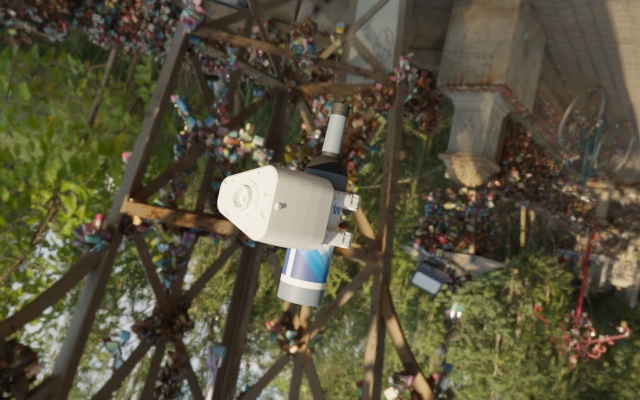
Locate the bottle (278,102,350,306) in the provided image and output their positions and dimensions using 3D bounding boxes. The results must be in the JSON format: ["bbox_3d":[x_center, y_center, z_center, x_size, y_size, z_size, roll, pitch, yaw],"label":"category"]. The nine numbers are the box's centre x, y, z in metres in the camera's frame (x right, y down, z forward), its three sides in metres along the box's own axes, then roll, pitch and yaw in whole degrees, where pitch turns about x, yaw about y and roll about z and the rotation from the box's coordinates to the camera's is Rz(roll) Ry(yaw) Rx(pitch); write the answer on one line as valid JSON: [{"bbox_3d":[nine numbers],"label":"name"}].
[{"bbox_3d":[0.000,0.003,0.705,0.069,0.295,0.069,12,-1,0],"label":"bottle"}]
